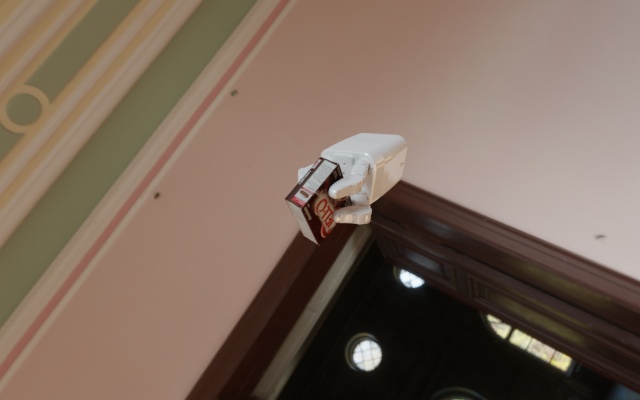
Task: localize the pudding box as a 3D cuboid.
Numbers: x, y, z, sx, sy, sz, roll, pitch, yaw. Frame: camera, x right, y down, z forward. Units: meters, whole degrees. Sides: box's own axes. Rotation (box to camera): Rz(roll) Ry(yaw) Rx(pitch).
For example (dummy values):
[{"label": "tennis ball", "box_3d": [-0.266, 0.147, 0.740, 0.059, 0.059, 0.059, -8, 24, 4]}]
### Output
[{"label": "pudding box", "box_3d": [0.000, 0.002, 0.719, 0.039, 0.090, 0.114, 27, -22, 31]}]
